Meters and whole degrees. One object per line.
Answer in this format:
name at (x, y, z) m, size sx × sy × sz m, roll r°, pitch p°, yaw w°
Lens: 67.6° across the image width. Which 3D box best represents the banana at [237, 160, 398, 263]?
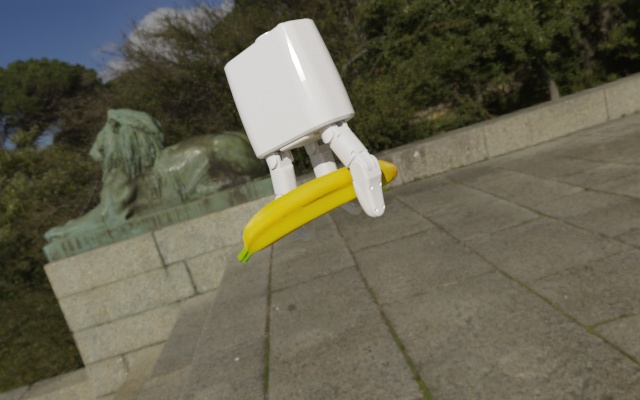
banana at (-0.001, -0.001, 0.484) m, size 0.198 × 0.037 × 0.070 m, roll -27°, pitch -8°, yaw -12°
